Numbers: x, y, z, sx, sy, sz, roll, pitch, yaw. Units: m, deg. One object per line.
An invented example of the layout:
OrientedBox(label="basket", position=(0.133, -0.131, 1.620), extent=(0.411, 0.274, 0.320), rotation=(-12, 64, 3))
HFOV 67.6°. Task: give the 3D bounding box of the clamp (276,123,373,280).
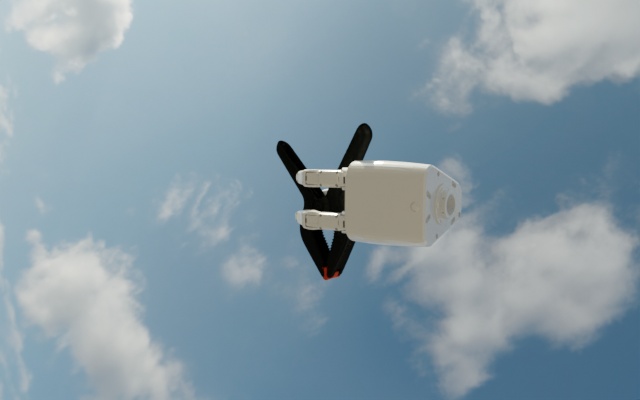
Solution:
OrientedBox(label="clamp", position=(0.001, 0.003, 0.664), extent=(0.164, 0.210, 0.036), rotation=(4, 6, 42))
